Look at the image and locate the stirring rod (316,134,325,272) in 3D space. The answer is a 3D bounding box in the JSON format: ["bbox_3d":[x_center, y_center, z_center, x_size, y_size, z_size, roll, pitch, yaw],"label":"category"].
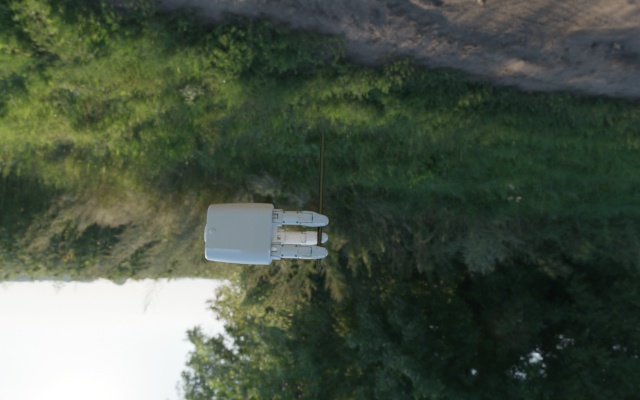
[{"bbox_3d":[0.000,0.003,0.828,0.011,0.239,0.011,2,-8,0],"label":"stirring rod"}]
